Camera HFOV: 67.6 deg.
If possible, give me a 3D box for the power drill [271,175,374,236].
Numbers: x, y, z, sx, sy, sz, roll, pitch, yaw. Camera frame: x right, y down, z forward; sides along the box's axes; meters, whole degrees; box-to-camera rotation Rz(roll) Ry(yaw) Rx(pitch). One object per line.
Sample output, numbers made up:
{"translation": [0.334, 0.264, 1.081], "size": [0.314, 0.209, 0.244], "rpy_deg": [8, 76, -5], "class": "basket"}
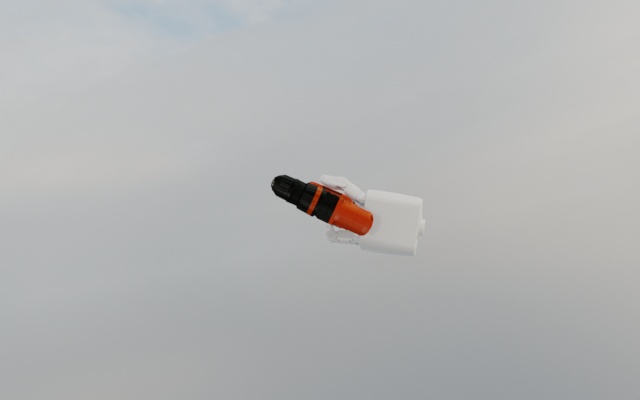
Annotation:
{"translation": [0.000, 0.003, 0.875], "size": [0.184, 0.057, 0.187], "rpy_deg": [26, 4, -3], "class": "power drill"}
